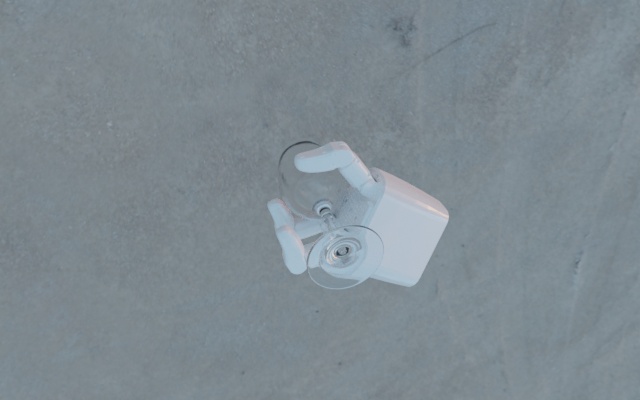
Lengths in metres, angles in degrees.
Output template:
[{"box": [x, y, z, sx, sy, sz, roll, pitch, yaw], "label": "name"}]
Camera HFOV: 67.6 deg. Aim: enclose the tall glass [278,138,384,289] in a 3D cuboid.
[{"box": [0.000, 0.002, 0.519, 0.079, 0.079, 0.201, 0, 32, -16], "label": "tall glass"}]
